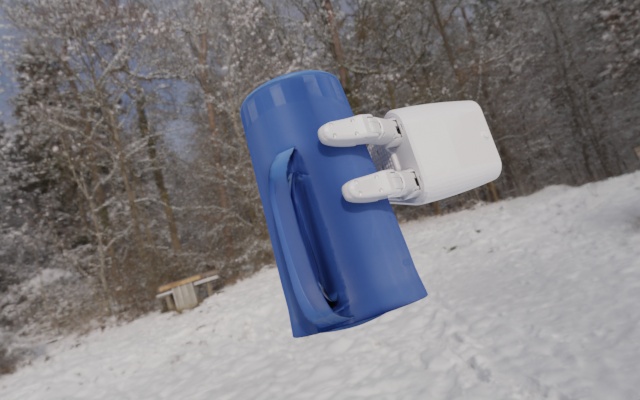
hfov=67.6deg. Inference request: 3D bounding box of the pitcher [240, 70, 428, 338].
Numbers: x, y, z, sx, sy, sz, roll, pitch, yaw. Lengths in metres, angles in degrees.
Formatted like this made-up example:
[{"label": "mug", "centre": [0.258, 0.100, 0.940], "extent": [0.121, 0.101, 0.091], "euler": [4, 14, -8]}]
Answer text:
[{"label": "pitcher", "centre": [0.000, 0.001, 0.462], "extent": [0.145, 0.242, 0.149], "euler": [-14, -11, -24]}]
